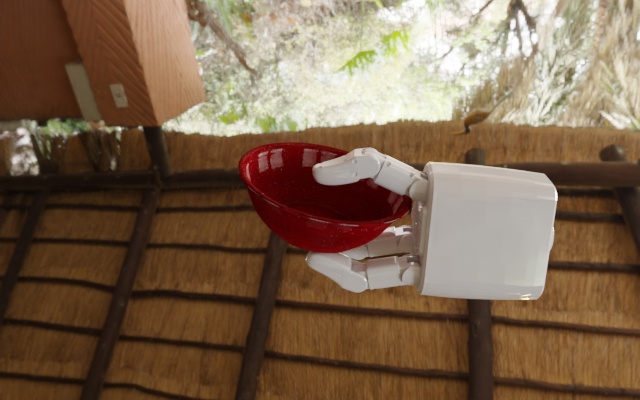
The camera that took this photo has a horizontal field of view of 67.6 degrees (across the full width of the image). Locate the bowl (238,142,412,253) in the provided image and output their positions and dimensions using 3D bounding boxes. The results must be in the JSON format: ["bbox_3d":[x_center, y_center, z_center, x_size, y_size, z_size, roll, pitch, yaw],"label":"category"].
[{"bbox_3d":[-0.001,0.001,0.449,0.162,0.055,0.162,11,27,-6],"label":"bowl"}]
